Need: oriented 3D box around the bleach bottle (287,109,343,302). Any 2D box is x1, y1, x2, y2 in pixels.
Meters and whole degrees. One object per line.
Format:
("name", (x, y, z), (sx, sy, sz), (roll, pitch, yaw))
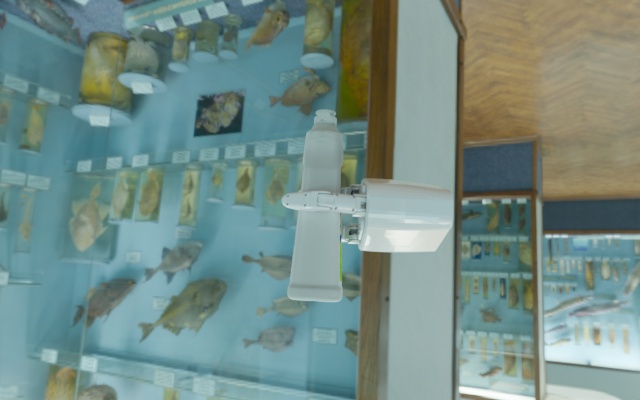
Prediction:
("bleach bottle", (0.000, 0.002, 0.623), (0.068, 0.250, 0.102), (3, -9, 1))
